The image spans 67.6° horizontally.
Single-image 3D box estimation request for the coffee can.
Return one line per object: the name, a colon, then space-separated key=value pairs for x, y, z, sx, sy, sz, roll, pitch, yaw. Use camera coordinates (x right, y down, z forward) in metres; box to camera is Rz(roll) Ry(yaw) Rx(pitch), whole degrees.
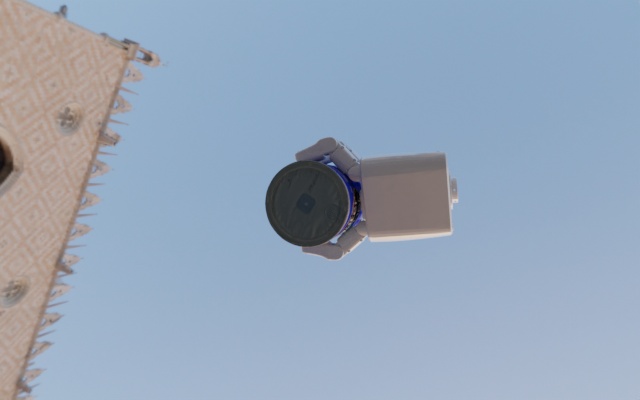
coffee can: x=0.000 y=0.002 z=0.626 sx=0.103 sy=0.103 sz=0.140 roll=0 pitch=2 yaw=14
